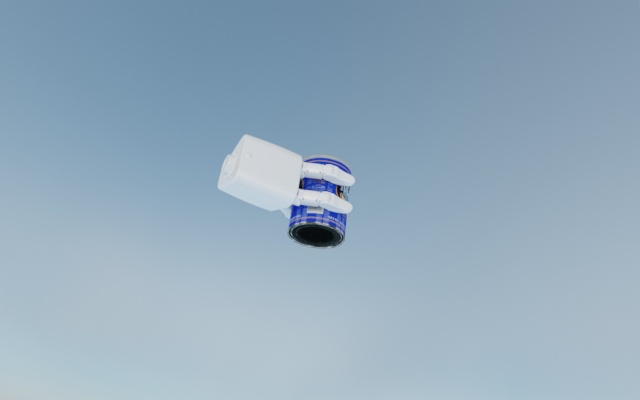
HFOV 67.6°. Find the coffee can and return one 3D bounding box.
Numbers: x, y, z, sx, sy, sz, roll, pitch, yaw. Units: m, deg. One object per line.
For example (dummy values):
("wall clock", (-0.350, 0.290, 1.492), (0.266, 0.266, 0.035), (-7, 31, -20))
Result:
("coffee can", (0.000, 0.003, 0.865), (0.103, 0.140, 0.103), (6, -29, 3))
